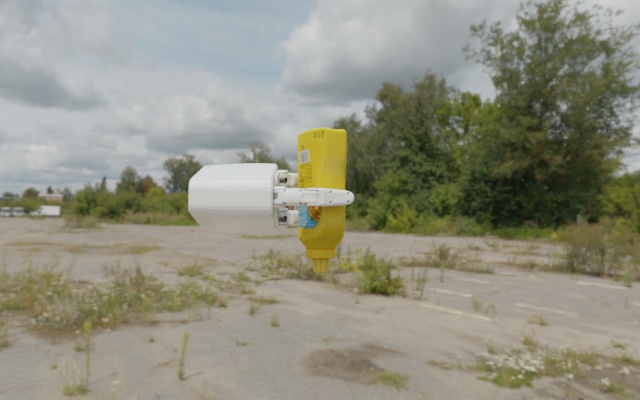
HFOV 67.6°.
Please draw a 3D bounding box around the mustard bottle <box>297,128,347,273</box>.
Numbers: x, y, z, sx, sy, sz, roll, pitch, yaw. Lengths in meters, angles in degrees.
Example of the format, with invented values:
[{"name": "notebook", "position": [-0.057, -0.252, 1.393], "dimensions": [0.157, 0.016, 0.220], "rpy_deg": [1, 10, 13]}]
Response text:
[{"name": "mustard bottle", "position": [0.000, 0.002, 0.652], "dimensions": [0.058, 0.191, 0.096], "rpy_deg": [1, -2, -26]}]
